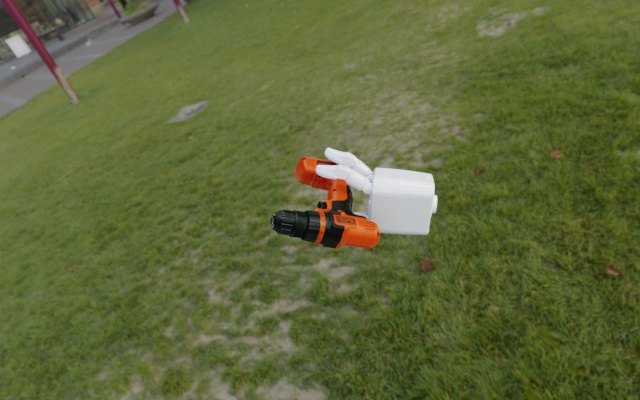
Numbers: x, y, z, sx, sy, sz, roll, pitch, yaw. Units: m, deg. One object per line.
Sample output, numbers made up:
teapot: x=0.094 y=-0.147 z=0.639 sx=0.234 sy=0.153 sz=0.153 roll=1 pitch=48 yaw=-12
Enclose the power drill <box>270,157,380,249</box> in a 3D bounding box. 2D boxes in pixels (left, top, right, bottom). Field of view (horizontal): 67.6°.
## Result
power drill: x=0.000 y=0.002 z=0.829 sx=0.184 sy=0.057 sz=0.187 roll=11 pitch=39 yaw=-18
